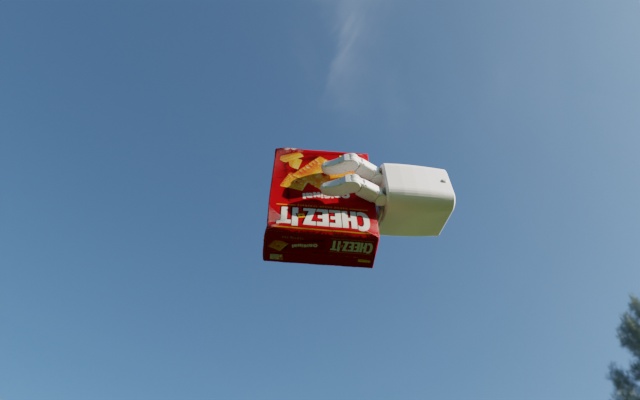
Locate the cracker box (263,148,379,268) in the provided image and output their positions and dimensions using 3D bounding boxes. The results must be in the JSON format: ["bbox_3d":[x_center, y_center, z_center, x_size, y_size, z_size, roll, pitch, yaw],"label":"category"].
[{"bbox_3d":[0.000,0.003,0.758,0.164,0.072,0.213,4,38,-4],"label":"cracker box"}]
